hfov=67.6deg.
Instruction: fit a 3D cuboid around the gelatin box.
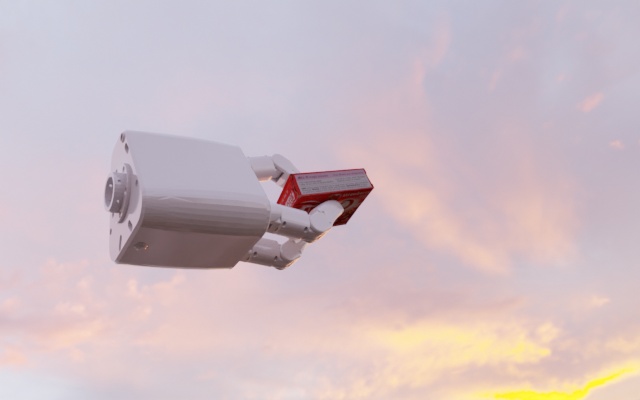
[{"bbox_3d":[0.000,0.001,0.496,0.089,0.030,0.073,-7,-30,-29],"label":"gelatin box"}]
